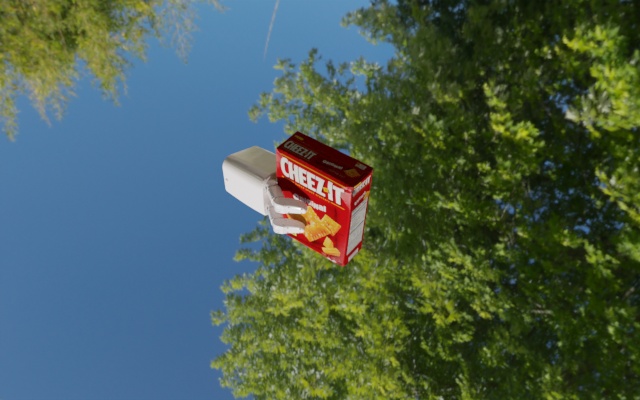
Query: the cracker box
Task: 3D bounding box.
[{"bbox_3d":[0.000,0.003,0.878,0.164,0.214,0.072,28,50,23],"label":"cracker box"}]
